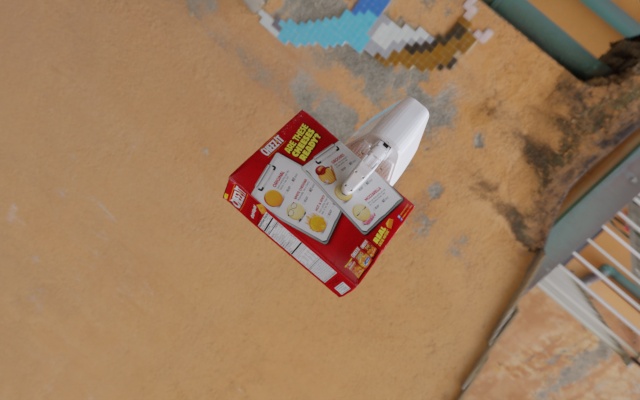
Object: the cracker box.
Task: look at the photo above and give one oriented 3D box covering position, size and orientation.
[{"bbox_3d":[0.000,0.002,0.661,0.164,0.213,0.072,-49,-2,-33],"label":"cracker box"}]
